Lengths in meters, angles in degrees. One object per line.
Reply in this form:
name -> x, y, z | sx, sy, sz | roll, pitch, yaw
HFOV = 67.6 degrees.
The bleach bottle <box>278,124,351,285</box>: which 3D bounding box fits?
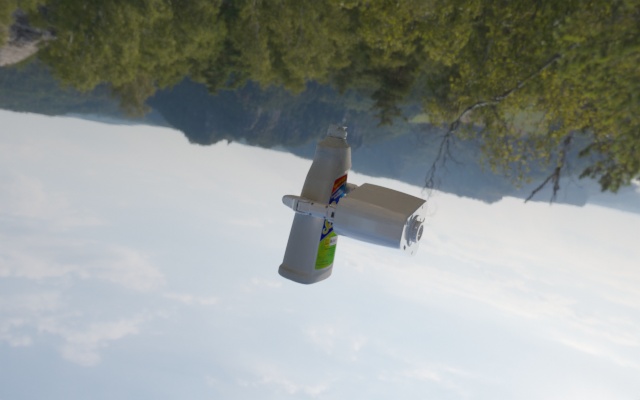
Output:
bleach bottle -> 0.000, 0.003, 0.770 | 0.068, 0.251, 0.102 | 16, 9, 27
